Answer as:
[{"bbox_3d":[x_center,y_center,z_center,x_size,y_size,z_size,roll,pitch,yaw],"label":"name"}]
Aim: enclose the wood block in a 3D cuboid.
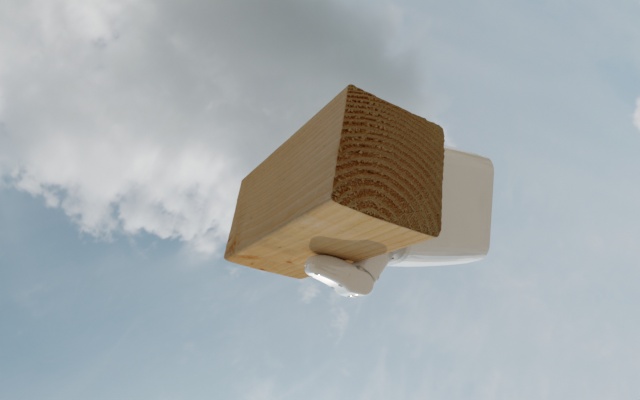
[{"bbox_3d":[0.000,0.002,0.409,0.090,0.090,0.206,19,-25,-24],"label":"wood block"}]
